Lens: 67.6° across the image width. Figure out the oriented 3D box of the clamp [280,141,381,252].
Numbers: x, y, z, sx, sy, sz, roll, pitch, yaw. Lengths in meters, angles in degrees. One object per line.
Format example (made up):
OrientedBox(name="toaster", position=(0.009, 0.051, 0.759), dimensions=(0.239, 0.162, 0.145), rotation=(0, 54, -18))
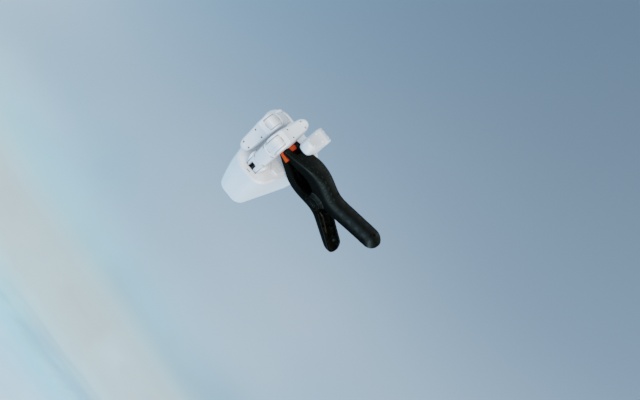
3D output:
OrientedBox(name="clamp", position=(0.000, 0.002, 0.636), dimensions=(0.039, 0.171, 0.120), rotation=(-36, 1, -33))
